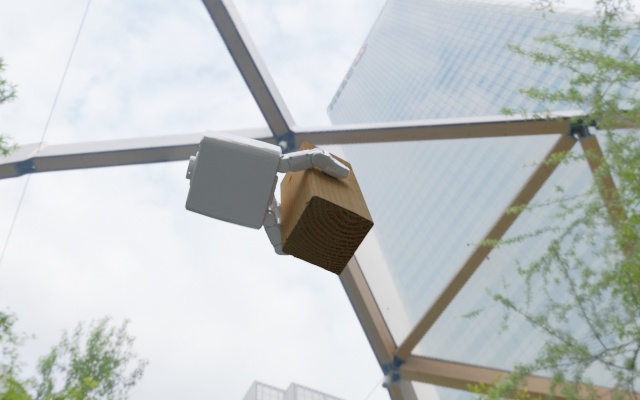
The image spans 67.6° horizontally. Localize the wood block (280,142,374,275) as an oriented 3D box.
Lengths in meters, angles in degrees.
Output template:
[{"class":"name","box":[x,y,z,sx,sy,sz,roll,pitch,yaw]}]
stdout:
[{"class":"wood block","box":[0.000,0.002,0.688,0.090,0.091,0.206,25,21,-16]}]
